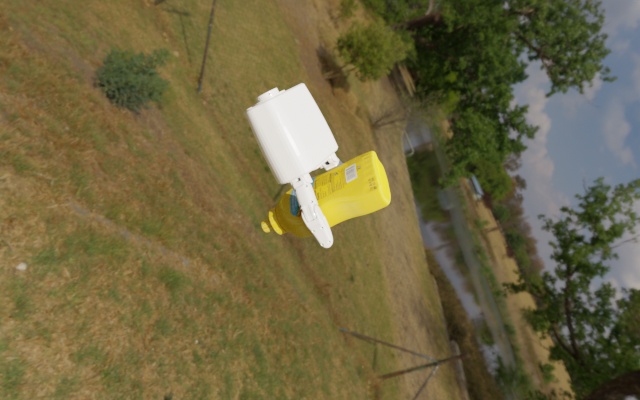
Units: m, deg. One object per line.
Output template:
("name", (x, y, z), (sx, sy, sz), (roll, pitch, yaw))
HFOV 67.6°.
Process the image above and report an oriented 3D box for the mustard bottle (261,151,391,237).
("mustard bottle", (0.000, 0.002, 0.675), (0.191, 0.058, 0.096), (-23, 38, 17))
